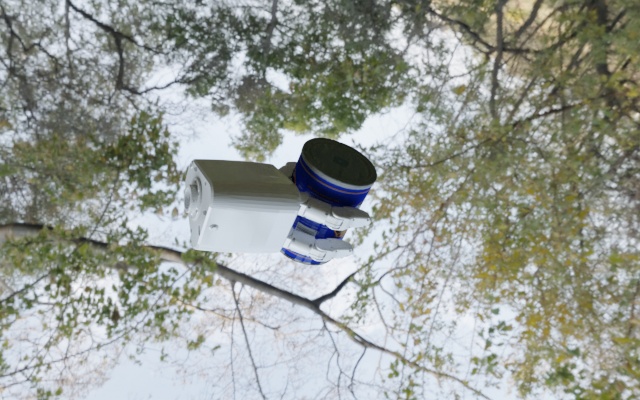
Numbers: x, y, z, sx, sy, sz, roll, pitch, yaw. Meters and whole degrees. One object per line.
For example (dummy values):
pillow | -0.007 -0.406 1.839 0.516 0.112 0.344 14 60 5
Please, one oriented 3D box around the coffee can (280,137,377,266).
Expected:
coffee can | 0.000 0.002 0.641 0.103 0.140 0.102 18 33 -12
